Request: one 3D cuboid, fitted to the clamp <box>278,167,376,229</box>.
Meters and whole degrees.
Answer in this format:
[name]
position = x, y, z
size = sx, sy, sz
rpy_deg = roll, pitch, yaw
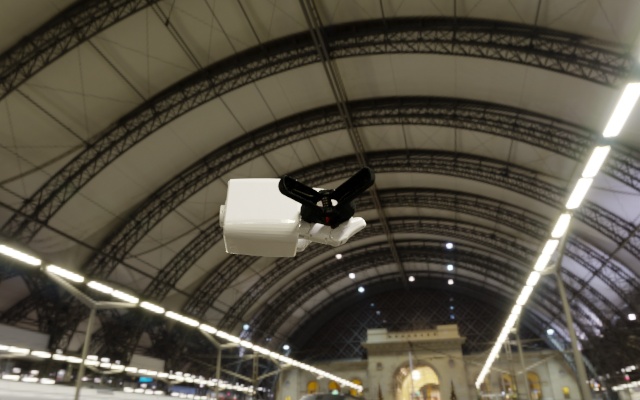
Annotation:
[clamp]
position = 0.000, 0.002, 0.652
size = 0.120, 0.039, 0.171
rpy_deg = 3, -26, -6
